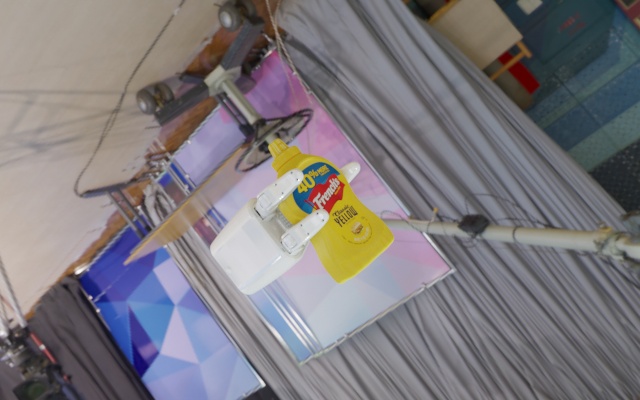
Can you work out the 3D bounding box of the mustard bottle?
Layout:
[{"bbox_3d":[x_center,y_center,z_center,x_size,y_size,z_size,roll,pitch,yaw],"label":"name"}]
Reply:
[{"bbox_3d":[0.000,0.002,0.595,0.096,0.191,0.058,-36,-5,-32],"label":"mustard bottle"}]
